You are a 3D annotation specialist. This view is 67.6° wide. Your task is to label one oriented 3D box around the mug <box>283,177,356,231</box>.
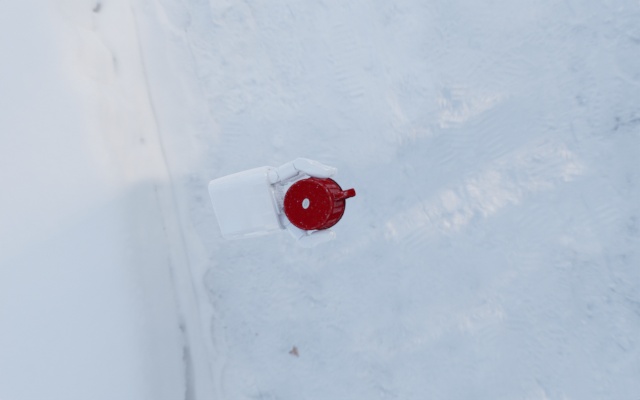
[{"bbox_3d":[0.001,0.002,0.768,0.117,0.093,0.081,-13,-1,13],"label":"mug"}]
